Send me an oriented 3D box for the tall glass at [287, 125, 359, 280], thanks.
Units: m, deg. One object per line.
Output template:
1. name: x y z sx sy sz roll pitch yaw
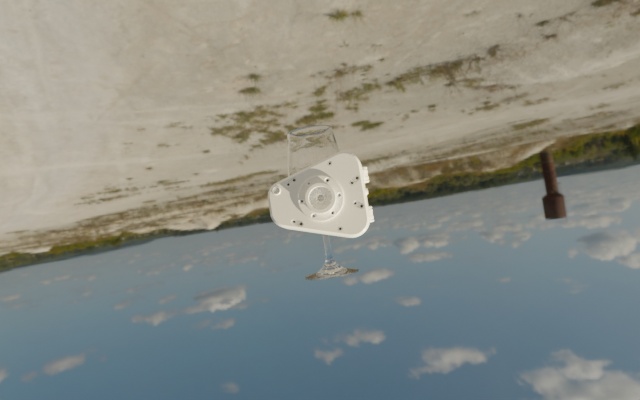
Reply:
1. tall glass: 0.000 0.003 0.650 0.079 0.201 0.079 -9 -1 0
